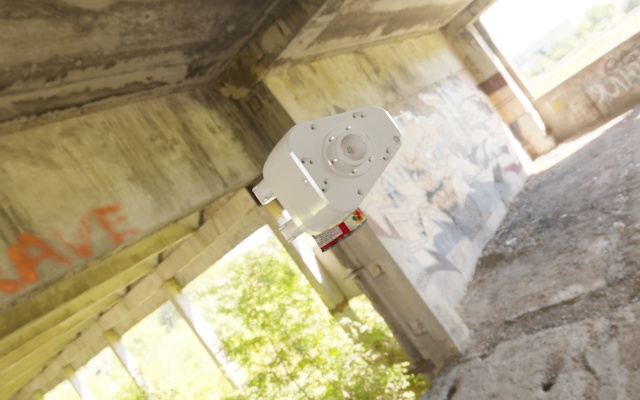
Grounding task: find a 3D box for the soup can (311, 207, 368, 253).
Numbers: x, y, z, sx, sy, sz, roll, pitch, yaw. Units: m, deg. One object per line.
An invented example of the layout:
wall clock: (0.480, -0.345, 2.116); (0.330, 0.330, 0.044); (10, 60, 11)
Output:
soup can: (0.000, 0.002, 0.571); (0.068, 0.102, 0.068); (-36, -1, 0)
